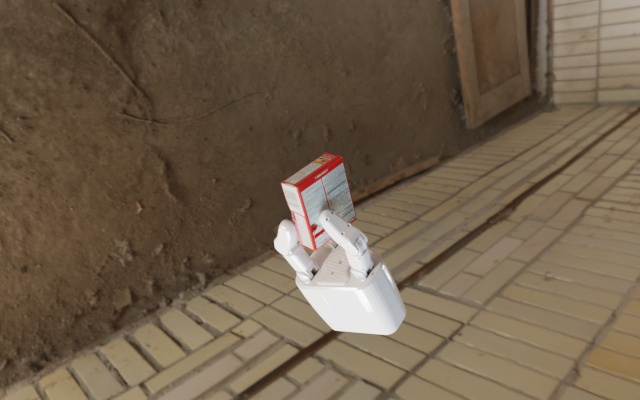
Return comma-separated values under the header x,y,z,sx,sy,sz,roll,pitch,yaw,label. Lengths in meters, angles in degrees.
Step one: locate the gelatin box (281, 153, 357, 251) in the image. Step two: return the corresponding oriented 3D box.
x,y,z,sx,sy,sz,roll,pitch,yaw,label
0.000,0.002,0.544,0.030,0.089,0.073,18,44,43,gelatin box
